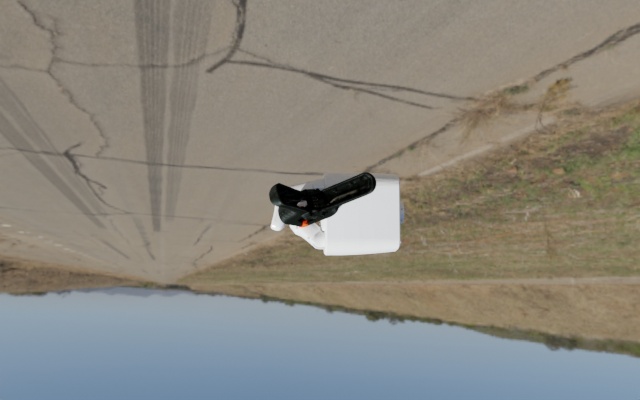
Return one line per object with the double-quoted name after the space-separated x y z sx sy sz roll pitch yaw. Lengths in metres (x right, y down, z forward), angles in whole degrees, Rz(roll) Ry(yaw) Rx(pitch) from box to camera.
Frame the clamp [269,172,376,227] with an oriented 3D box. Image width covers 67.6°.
0.000 0.003 0.588 0.120 0.039 0.171 -4 -10 -4 "clamp"
